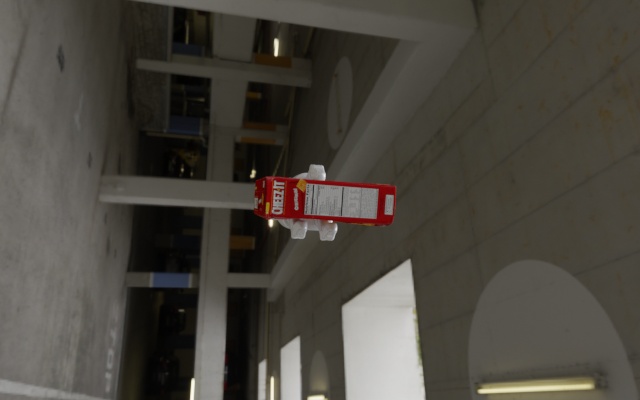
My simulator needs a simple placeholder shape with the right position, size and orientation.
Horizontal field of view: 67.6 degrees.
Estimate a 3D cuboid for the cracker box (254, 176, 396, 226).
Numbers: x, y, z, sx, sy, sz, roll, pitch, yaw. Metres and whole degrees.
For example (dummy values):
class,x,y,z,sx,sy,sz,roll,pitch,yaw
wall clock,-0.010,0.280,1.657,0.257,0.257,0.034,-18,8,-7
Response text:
class,x,y,z,sx,sy,sz,roll,pitch,yaw
cracker box,0.000,0.003,0.820,0.214,0.072,0.164,3,-1,-13
